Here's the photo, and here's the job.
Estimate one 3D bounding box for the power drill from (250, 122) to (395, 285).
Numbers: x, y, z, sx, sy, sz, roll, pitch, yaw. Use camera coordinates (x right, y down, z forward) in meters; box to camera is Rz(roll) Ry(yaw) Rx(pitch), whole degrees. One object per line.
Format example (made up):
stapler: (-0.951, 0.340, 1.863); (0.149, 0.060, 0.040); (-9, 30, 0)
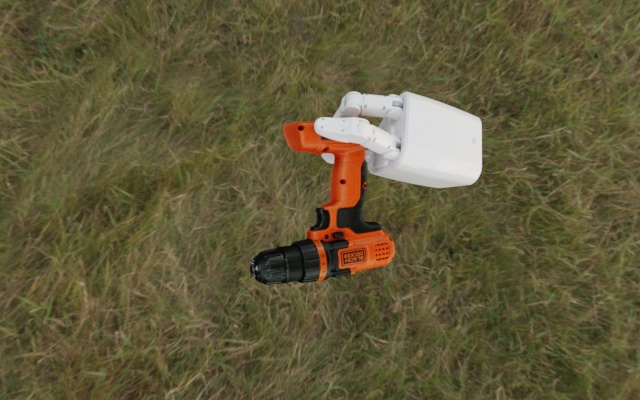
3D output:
power drill: (0.000, 0.001, 0.568); (0.184, 0.187, 0.057); (-6, 7, -27)
